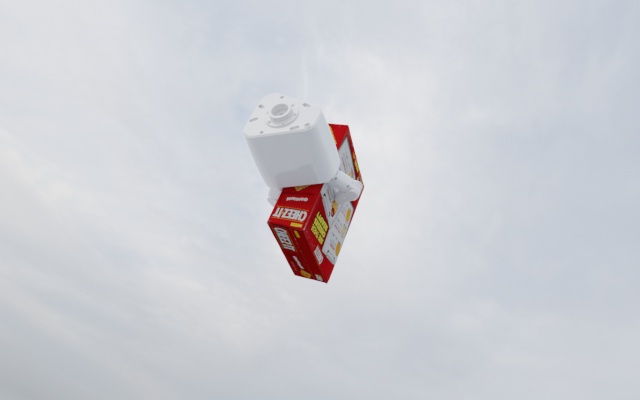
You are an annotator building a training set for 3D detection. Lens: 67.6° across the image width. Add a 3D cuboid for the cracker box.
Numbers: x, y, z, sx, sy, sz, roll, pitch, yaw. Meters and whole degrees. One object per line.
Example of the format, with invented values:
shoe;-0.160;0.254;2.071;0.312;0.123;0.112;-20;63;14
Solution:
cracker box;0.000;0.002;0.796;0.072;0.213;0.164;9;-34;23
